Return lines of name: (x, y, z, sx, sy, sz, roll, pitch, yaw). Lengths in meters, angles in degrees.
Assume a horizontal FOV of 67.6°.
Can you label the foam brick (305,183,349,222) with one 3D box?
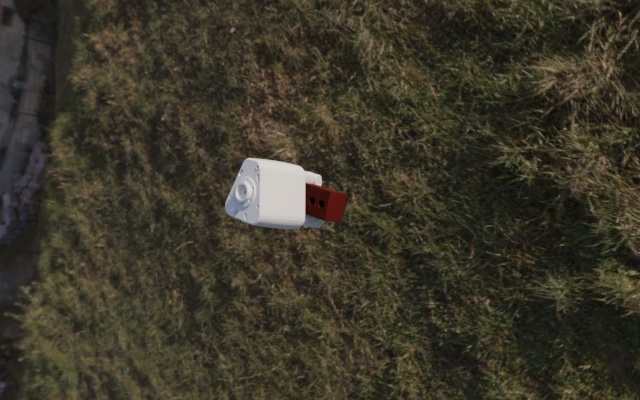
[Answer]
foam brick: (0.000, 0.003, 0.848, 0.078, 0.053, 0.051, 18, 6, 39)
